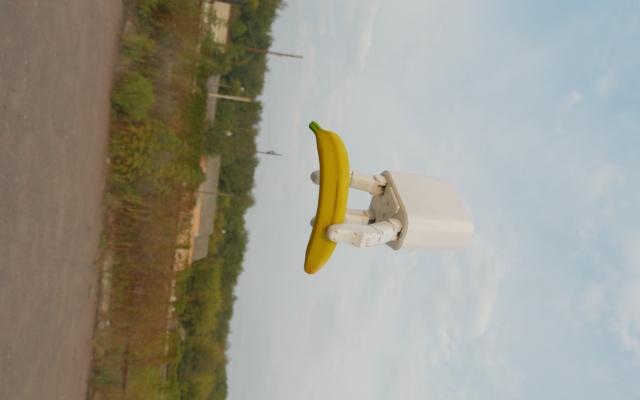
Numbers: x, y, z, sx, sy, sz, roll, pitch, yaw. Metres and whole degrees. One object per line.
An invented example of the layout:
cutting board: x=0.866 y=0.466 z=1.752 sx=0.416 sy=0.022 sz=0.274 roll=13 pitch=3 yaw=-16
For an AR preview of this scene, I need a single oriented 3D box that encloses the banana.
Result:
banana: x=0.008 y=0.000 z=0.594 sx=0.037 sy=0.198 sz=0.069 roll=2 pitch=3 yaw=-24
